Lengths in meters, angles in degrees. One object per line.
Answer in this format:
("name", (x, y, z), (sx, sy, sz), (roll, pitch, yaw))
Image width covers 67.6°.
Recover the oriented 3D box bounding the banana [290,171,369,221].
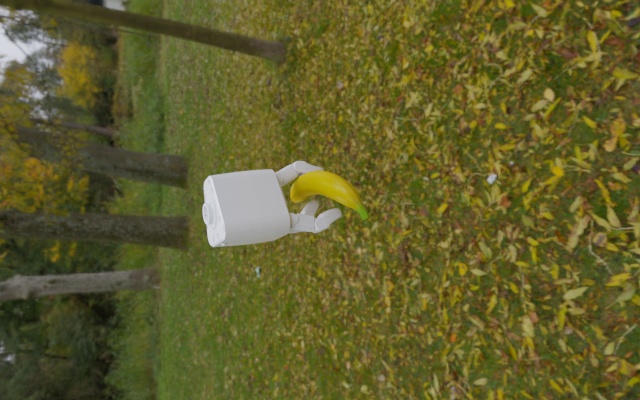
("banana", (0.000, -0.015, 0.761), (0.037, 0.070, 0.198), (-16, 18, -32))
